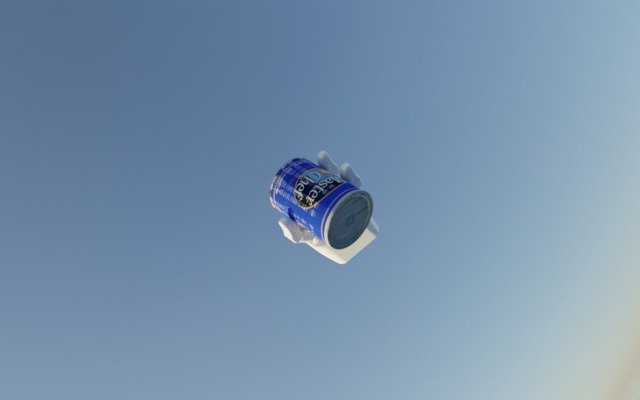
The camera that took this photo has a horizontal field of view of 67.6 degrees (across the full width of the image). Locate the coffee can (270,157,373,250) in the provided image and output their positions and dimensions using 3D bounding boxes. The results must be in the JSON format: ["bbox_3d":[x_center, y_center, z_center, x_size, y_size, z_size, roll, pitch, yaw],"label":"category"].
[{"bbox_3d":[0.000,0.003,0.779,0.140,0.103,0.103,32,20,37],"label":"coffee can"}]
